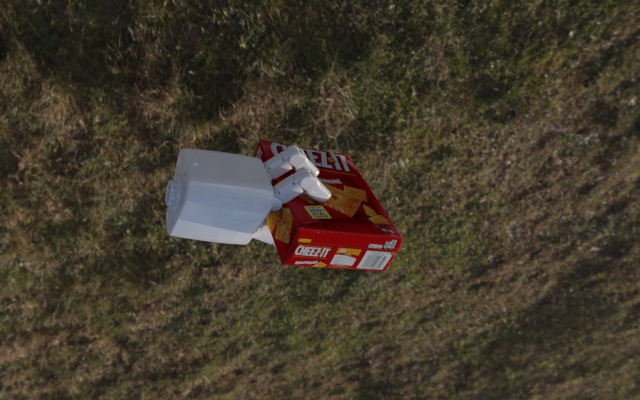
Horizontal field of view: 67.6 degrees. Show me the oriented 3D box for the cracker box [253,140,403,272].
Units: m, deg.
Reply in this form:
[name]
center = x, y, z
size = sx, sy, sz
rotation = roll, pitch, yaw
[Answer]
[cracker box]
center = 0.000, 0.003, 0.693
size = 0.164, 0.072, 0.213
rotation = 8, 34, -28
